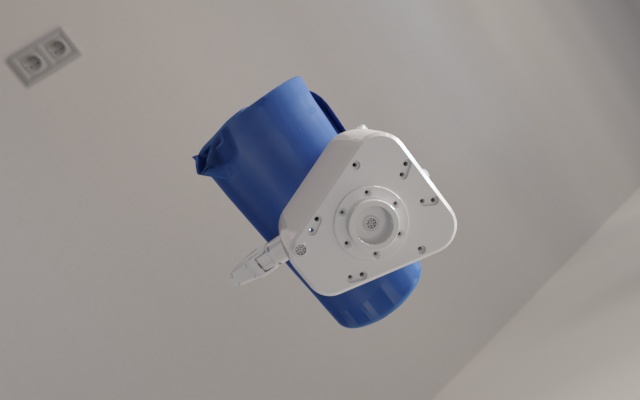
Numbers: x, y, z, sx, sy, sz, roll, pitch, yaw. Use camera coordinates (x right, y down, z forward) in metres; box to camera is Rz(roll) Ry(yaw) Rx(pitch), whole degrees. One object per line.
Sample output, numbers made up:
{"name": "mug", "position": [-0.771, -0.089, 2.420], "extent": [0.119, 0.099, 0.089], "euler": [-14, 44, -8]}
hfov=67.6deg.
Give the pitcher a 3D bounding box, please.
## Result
{"name": "pitcher", "position": [0.000, 0.002, 0.496], "extent": [0.149, 0.243, 0.145], "euler": [-37, 9, -1]}
